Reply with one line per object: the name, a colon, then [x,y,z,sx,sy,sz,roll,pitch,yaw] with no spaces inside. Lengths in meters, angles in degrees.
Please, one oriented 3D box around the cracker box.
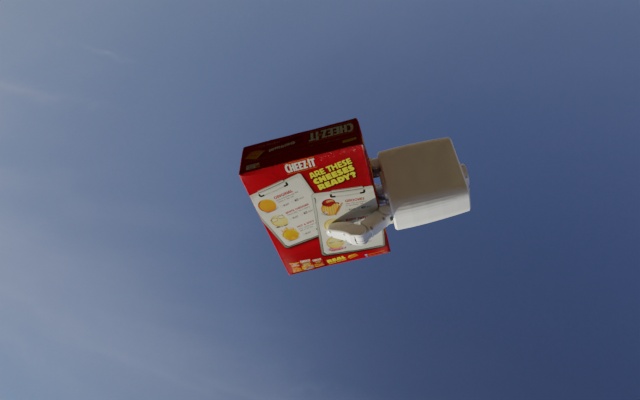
cracker box: [0.000,0.002,0.684,0.164,0.214,0.072,-14,42,7]
